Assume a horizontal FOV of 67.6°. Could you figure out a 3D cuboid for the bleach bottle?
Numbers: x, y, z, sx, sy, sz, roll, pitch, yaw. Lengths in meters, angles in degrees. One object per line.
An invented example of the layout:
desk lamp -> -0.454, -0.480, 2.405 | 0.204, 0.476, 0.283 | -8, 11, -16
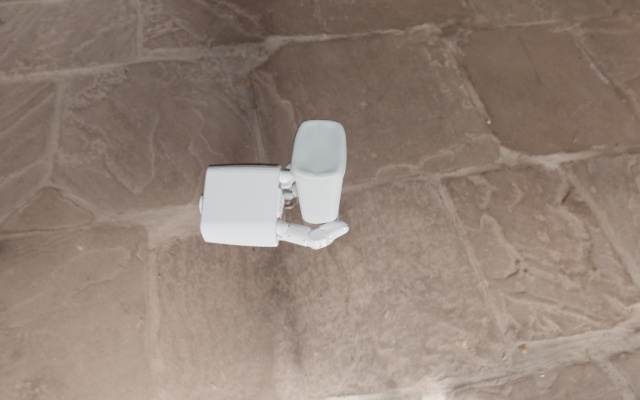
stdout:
bleach bottle -> 0.000, 0.002, 0.692 | 0.068, 0.102, 0.251 | 3, -34, 3
